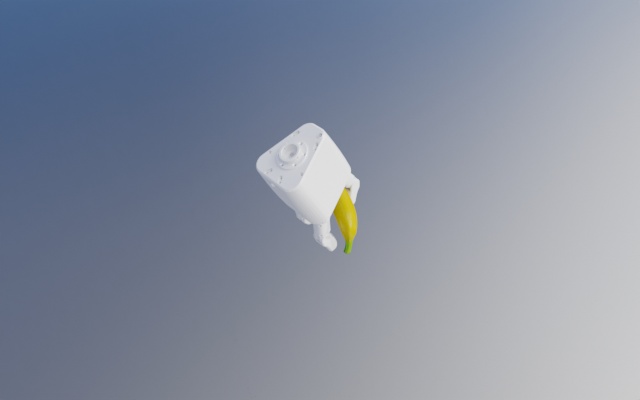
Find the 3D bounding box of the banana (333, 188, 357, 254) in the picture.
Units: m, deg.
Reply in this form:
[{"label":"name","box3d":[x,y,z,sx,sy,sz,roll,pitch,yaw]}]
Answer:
[{"label":"banana","box3d":[0.013,-0.007,0.808,0.037,0.197,0.070,10,-49,-47]}]
